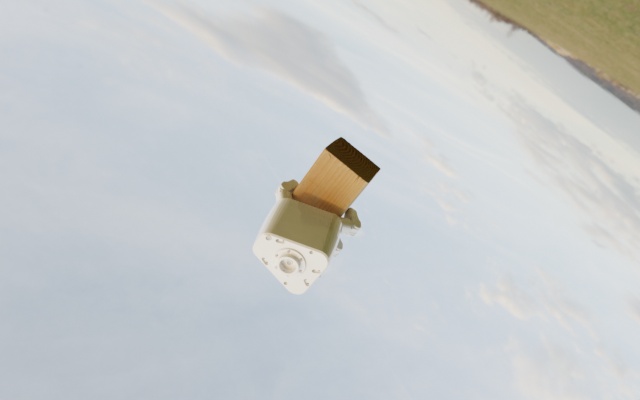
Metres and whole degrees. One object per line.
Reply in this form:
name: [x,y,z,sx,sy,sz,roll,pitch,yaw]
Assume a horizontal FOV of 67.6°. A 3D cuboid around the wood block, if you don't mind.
wood block: [0.000,0.003,0.829,0.091,0.206,0.090,40,28,3]
